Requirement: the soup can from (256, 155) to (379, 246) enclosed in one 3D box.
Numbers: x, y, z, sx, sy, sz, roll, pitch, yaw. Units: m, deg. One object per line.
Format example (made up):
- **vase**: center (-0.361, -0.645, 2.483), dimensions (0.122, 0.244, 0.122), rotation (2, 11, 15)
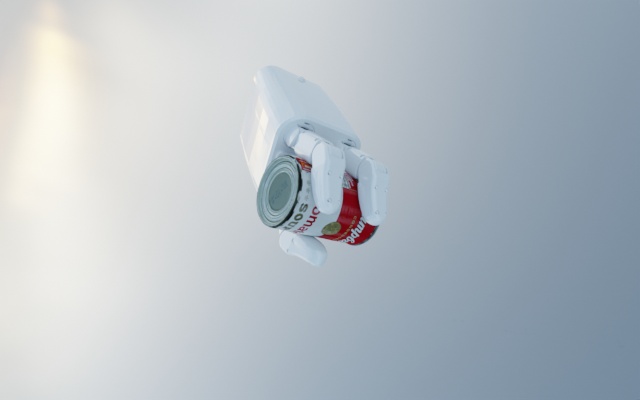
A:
- **soup can**: center (0.000, 0.002, 0.449), dimensions (0.102, 0.068, 0.068), rotation (15, -9, -37)
